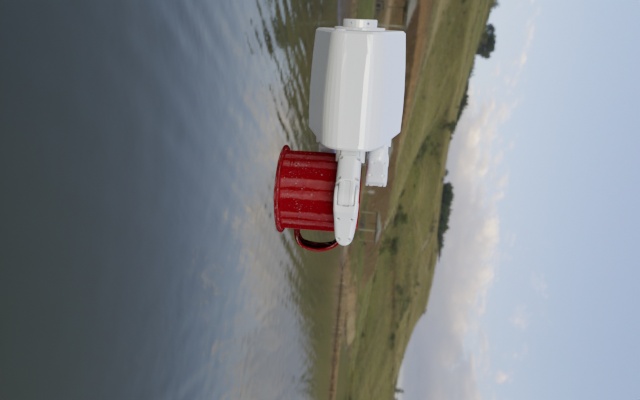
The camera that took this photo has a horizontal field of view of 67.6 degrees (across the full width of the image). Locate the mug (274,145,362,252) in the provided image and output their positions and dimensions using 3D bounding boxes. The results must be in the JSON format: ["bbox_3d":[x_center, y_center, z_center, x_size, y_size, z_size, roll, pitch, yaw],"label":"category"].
[{"bbox_3d":[0.000,0.003,0.504,0.081,0.117,0.093,4,22,6],"label":"mug"}]
